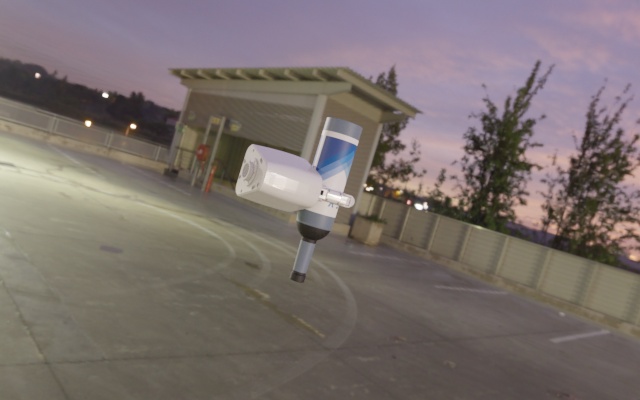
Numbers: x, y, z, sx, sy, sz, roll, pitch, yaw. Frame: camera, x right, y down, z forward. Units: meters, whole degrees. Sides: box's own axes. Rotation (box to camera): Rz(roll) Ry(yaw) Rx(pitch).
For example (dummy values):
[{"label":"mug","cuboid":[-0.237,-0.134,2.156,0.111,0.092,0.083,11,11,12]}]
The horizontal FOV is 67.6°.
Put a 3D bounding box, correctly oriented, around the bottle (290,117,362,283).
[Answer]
[{"label":"bottle","cuboid":[0.000,0.003,0.853,0.069,0.296,0.069,17,2,-1]}]
